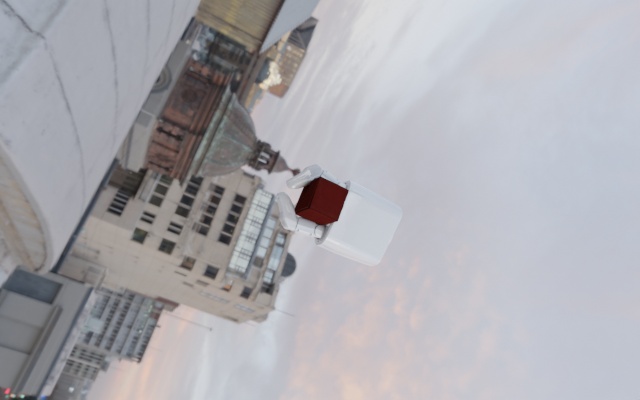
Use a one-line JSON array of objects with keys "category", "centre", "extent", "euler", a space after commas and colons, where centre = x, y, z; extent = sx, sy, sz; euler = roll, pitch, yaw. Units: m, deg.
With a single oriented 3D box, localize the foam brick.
[{"category": "foam brick", "centre": [0.000, 0.002, 0.732], "extent": [0.051, 0.053, 0.078], "euler": [26, -15, -15]}]
